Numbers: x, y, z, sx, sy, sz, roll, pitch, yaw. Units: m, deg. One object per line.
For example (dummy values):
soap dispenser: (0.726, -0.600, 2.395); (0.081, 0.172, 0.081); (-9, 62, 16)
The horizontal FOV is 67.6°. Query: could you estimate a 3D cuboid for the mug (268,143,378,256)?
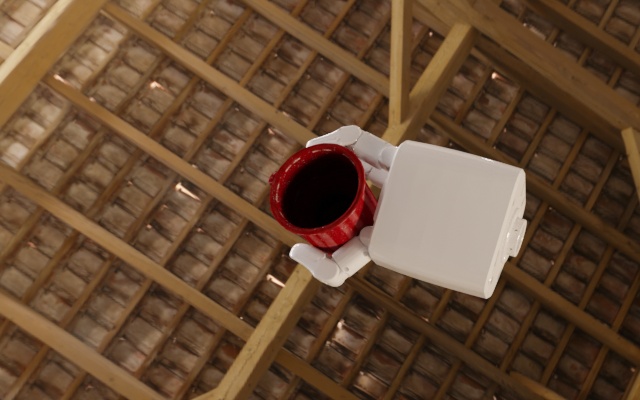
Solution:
mug: (-0.001, 0.001, 0.470); (0.117, 0.093, 0.081); (18, -17, 30)
